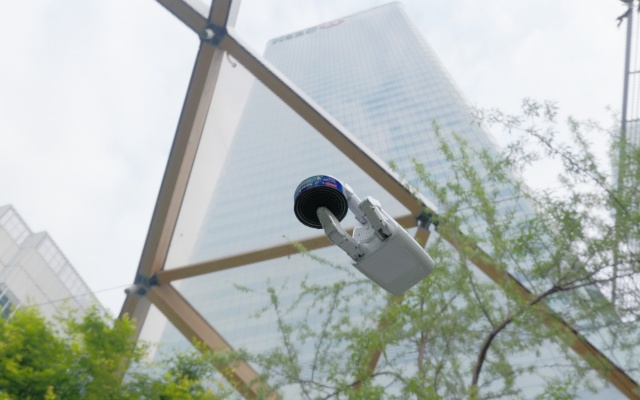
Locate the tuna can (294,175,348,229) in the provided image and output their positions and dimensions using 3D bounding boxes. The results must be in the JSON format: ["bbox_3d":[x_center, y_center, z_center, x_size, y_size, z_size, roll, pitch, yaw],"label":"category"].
[{"bbox_3d":[0.000,0.002,0.756,0.086,0.086,0.033,0,37,-4],"label":"tuna can"}]
